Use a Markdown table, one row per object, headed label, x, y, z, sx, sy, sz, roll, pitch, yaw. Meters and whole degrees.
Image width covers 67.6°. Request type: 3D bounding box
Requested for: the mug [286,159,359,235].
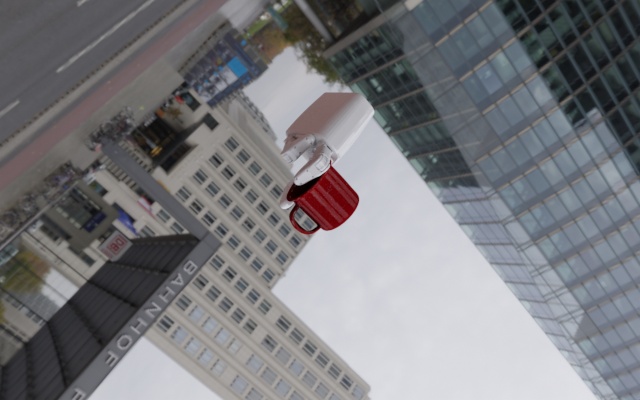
| label | x | y | z | sx | sy | sz | roll | pitch | yaw |
| --- | --- | --- | --- | --- | --- | --- | --- | --- | --- |
| mug | -0.001 | 0.004 | 0.749 | 0.081 | 0.117 | 0.093 | 46 | -20 | -20 |
